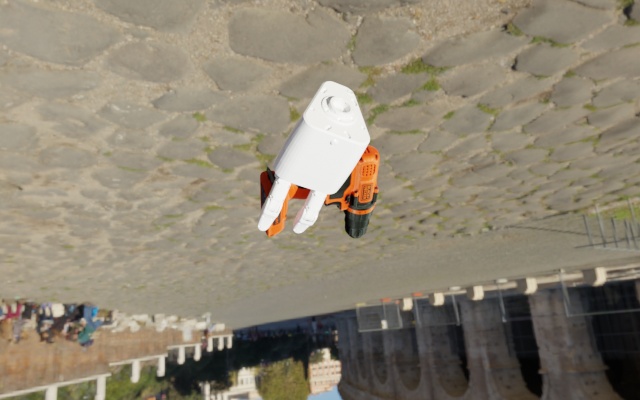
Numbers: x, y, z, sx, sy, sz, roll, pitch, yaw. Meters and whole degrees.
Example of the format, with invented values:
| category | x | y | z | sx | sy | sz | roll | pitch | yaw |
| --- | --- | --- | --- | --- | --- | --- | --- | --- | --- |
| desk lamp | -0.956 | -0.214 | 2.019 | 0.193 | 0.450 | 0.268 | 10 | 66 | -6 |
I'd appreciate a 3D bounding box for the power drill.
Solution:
| category | x | y | z | sx | sy | sz | roll | pitch | yaw |
| --- | --- | --- | --- | --- | --- | --- | --- | --- | --- |
| power drill | 0.000 | 0.002 | 0.762 | 0.187 | 0.185 | 0.057 | -11 | 41 | -16 |
